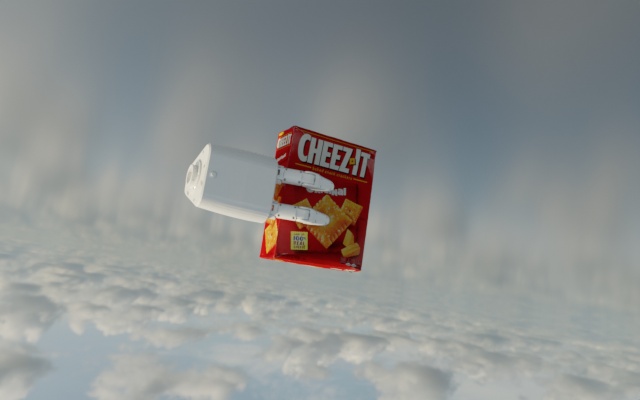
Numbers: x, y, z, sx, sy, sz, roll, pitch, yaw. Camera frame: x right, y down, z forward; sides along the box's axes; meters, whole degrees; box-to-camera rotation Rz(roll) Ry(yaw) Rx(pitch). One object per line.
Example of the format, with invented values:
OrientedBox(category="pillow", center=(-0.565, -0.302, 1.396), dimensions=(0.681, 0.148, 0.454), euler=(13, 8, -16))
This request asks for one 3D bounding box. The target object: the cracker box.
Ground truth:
OrientedBox(category="cracker box", center=(0.000, 0.003, 0.793), dimensions=(0.164, 0.213, 0.072), euler=(13, -10, -27))
